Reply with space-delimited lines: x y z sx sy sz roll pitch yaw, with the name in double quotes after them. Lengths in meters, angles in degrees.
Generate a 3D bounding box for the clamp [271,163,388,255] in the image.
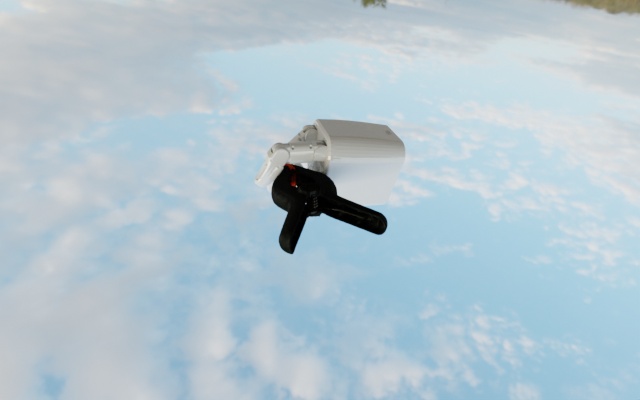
0.000 0.002 0.556 0.120 0.039 0.171 -1 31 -15 "clamp"
